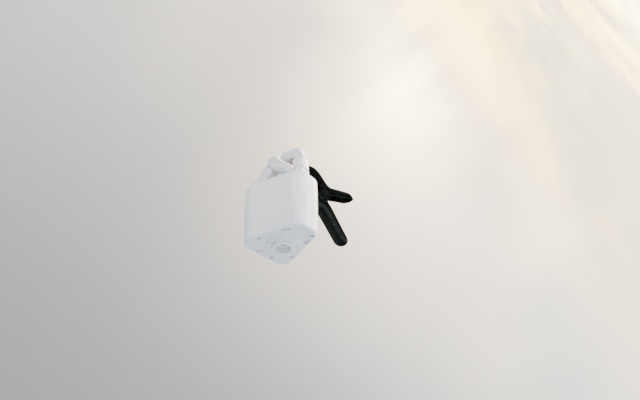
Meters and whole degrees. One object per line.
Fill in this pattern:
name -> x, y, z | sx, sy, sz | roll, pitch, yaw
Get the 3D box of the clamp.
clamp -> 0.000, 0.002, 0.838 | 0.039, 0.120, 0.171 | -32, -48, 30
